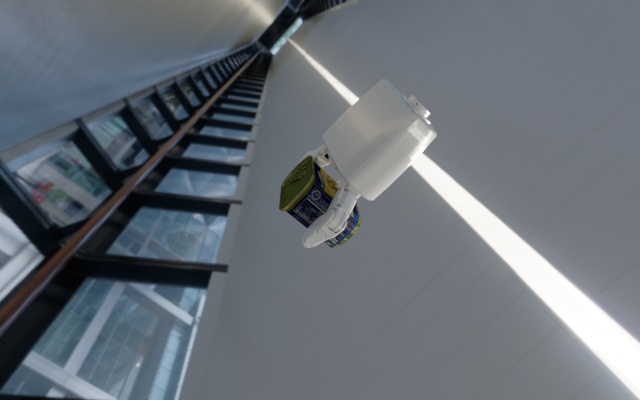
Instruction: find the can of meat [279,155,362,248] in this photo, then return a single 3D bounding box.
[{"bbox_3d":[0.000,0.002,0.586,0.084,0.057,0.102,40,16,-18],"label":"can of meat"}]
